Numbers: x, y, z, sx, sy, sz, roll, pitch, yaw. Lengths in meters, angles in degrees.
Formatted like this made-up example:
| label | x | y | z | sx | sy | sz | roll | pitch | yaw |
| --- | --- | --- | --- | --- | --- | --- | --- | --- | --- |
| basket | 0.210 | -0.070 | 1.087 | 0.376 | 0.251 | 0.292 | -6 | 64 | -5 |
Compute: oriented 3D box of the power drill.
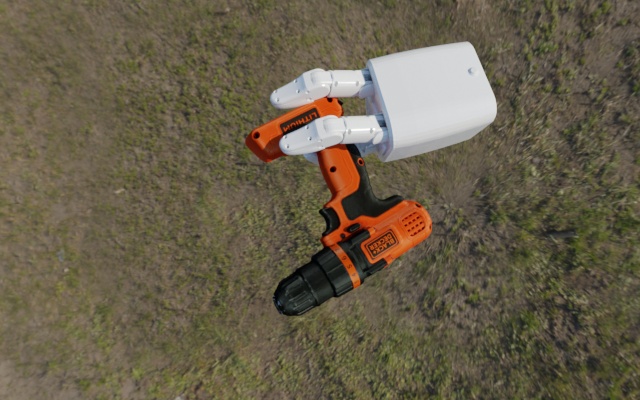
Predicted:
| label | x | y | z | sx | sy | sz | roll | pitch | yaw |
| --- | --- | --- | --- | --- | --- | --- | --- | --- | --- |
| power drill | 0.000 | 0.001 | 0.490 | 0.184 | 0.187 | 0.057 | -30 | 1 | -16 |
